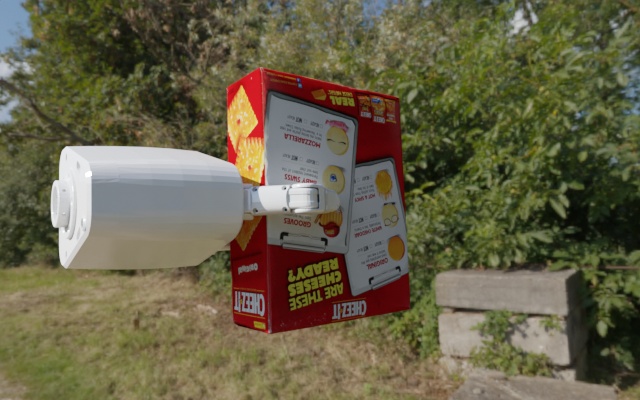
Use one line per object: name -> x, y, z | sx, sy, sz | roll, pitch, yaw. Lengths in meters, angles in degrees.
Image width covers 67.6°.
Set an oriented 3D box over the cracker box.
cracker box -> 0.000, 0.001, 0.448 | 0.164, 0.213, 0.072 | 1, -5, -37
